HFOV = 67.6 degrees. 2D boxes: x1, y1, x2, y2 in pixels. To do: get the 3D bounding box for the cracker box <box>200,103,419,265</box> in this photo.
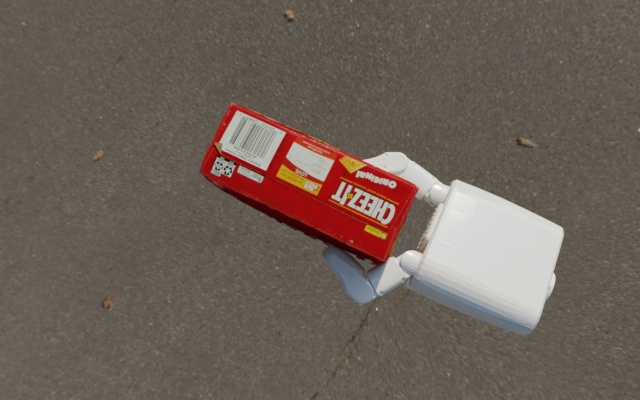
[{"bbox_3d":[0.000,0.001,0.461,0.164,0.072,0.214,25,-6,10],"label":"cracker box"}]
